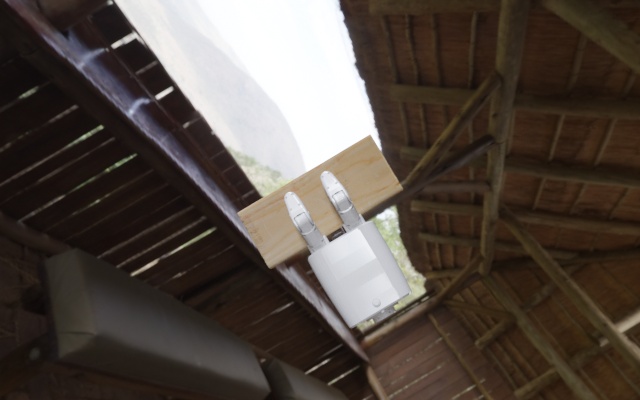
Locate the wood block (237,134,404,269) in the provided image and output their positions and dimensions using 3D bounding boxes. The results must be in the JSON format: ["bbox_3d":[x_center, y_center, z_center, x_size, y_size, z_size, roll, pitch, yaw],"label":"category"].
[{"bbox_3d":[0.000,0.002,0.674,0.206,0.090,0.091,-31,-2,1],"label":"wood block"}]
